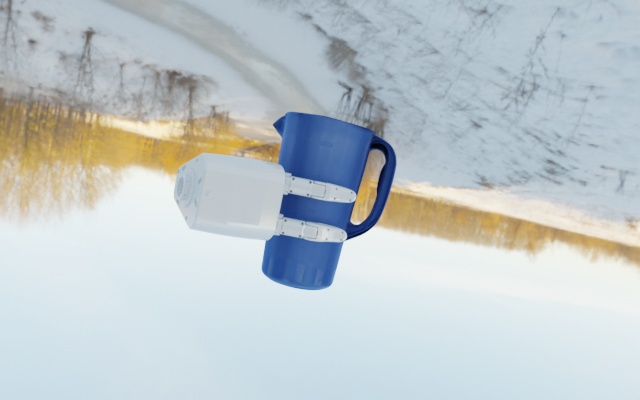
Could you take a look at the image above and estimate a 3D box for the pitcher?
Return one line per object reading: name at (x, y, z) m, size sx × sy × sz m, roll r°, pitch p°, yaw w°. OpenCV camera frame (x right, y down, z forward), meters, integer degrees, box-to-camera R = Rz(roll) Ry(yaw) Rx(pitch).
pitcher at (0.000, 0.002, 0.691) m, size 0.145 × 0.243 × 0.149 m, roll 9°, pitch 5°, yaw -35°
